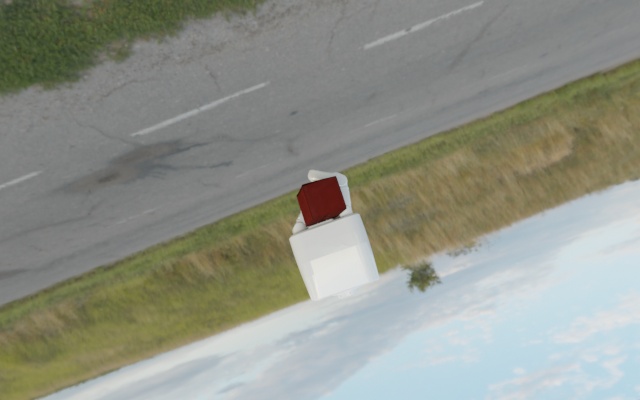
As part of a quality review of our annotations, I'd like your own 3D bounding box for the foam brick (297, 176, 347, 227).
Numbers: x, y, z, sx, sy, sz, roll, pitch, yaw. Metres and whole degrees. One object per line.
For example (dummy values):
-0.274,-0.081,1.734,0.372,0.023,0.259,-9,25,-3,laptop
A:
0.000,0.002,0.696,0.053,0.051,0.078,-16,-8,-11,foam brick
